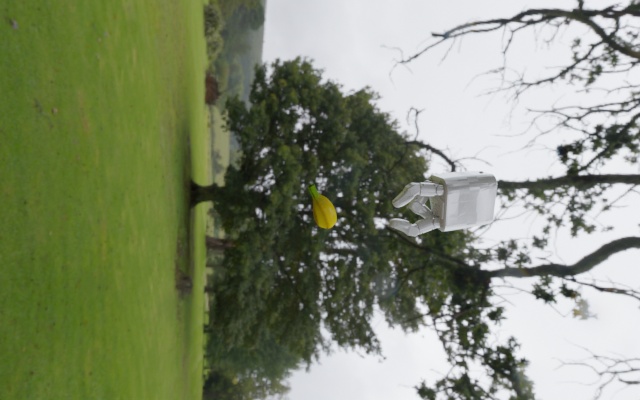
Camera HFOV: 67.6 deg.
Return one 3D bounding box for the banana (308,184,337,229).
[{"bbox_3d":[0.006,0.020,0.879,0.037,0.069,0.198,-17,-11,-3],"label":"banana"}]
